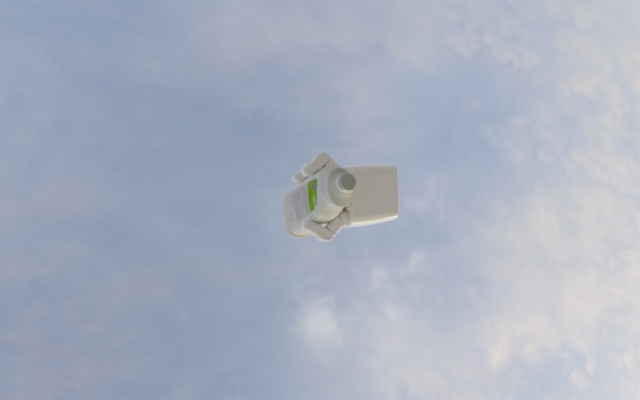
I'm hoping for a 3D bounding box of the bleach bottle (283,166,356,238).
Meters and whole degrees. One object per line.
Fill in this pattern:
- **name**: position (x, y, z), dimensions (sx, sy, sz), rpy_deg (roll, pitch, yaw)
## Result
- **bleach bottle**: position (0.000, 0.003, 0.875), dimensions (0.068, 0.102, 0.251), rpy_deg (-6, -9, -23)
